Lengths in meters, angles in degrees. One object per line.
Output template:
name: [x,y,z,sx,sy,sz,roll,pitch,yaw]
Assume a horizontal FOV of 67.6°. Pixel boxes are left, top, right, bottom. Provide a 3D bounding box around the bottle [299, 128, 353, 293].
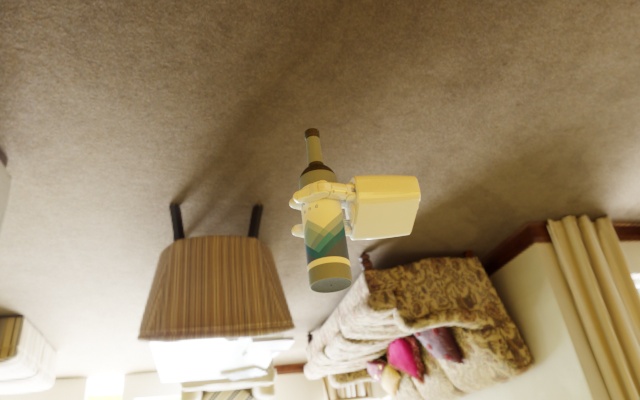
bottle: [0.000,0.003,0.796,0.069,0.295,0.069,-5,-30,-3]
